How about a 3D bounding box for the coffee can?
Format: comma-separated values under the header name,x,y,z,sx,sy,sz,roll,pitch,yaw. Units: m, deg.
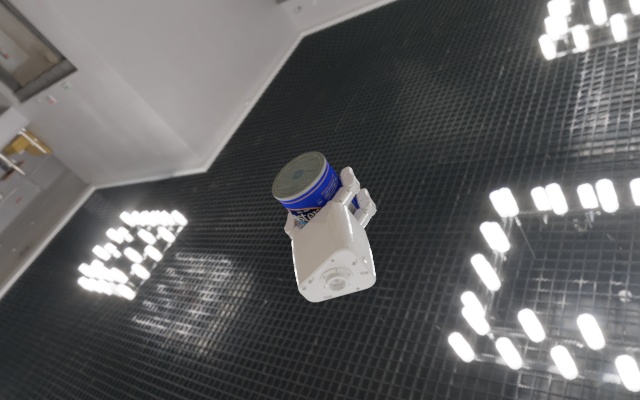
name,x,y,z,sx,sy,sz,roll,pitch,yaw
coffee can,0.000,0.002,0.803,0.103,0.102,0.140,0,-40,45
